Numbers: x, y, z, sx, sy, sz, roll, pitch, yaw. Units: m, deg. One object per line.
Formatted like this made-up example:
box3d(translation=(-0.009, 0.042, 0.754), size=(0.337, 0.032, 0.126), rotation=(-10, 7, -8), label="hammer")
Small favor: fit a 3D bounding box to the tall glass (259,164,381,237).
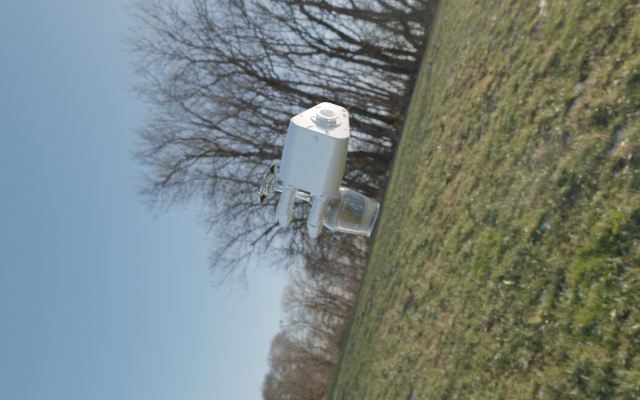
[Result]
box3d(translation=(-0.001, 0.003, 0.827), size=(0.201, 0.079, 0.079), rotation=(19, 3, 8), label="tall glass")
